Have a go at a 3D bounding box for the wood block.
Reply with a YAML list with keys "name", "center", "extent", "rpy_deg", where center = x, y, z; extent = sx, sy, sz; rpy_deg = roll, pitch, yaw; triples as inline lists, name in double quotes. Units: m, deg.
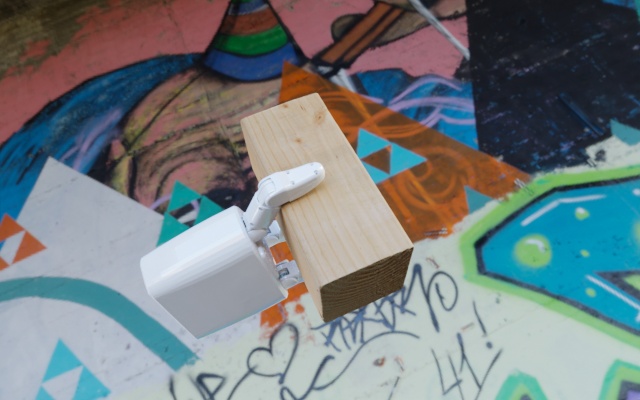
- name: "wood block"
  center: [0.000, 0.001, 0.482]
  extent: [0.090, 0.206, 0.091]
  rpy_deg: [-21, -32, -11]
